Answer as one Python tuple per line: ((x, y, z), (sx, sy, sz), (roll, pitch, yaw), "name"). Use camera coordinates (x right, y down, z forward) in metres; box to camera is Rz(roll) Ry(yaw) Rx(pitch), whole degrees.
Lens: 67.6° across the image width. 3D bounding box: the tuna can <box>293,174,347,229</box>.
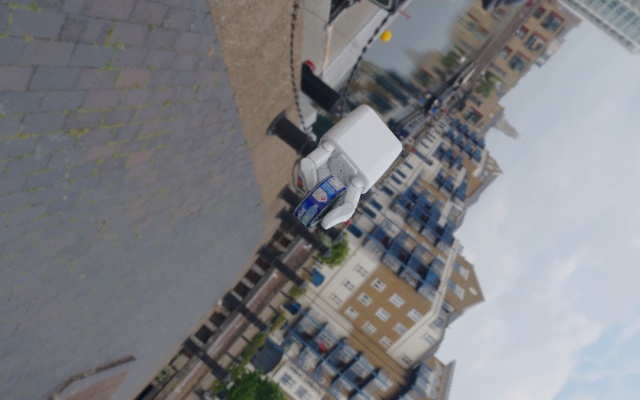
((0.000, 0.003, 0.726), (0.034, 0.086, 0.086), (45, 7, 8), "tuna can")
